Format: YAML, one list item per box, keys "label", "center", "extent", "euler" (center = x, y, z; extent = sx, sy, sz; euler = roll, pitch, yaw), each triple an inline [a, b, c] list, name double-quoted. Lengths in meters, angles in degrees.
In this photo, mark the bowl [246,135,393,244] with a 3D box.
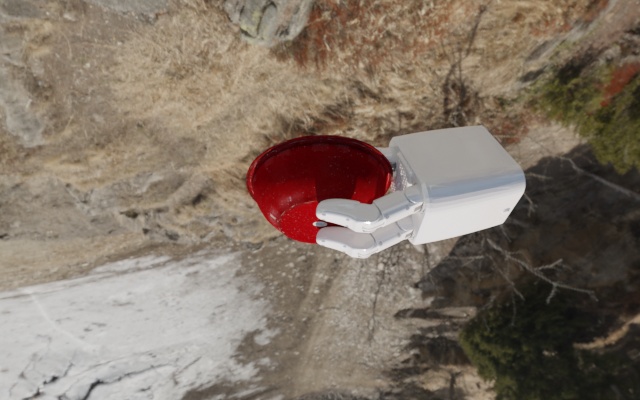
- label: "bowl"
  center: [-0.001, 0.002, 0.512]
  extent: [0.162, 0.055, 0.162]
  euler: [-2, -32, -1]
